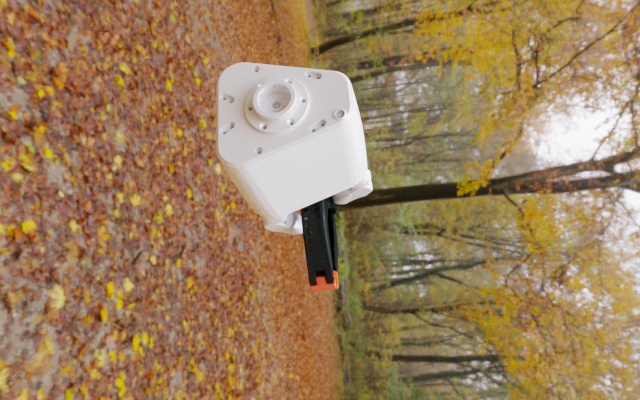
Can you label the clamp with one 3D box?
[{"bbox_3d":[0.001,0.002,0.545,0.036,0.210,0.165,-8,-22,9],"label":"clamp"}]
